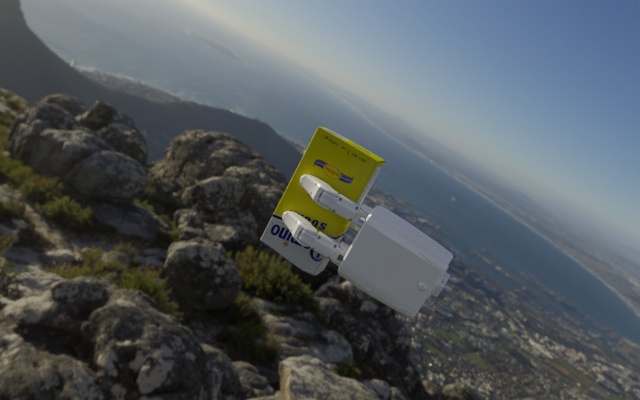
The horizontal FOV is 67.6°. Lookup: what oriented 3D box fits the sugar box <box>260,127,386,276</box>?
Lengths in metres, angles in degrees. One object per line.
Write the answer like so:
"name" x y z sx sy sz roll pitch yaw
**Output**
"sugar box" 0.000 0.002 0.627 0.093 0.176 0.048 32 14 15
